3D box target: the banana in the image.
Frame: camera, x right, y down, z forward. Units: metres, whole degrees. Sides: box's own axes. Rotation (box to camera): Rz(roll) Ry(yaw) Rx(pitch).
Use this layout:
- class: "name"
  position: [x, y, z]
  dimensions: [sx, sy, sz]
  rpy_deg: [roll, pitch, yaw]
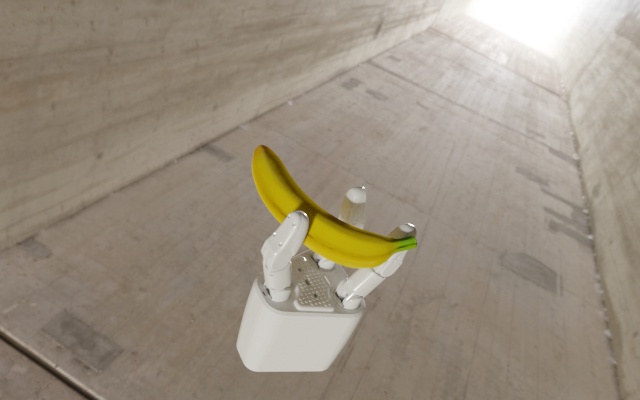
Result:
- class: "banana"
  position: [-0.008, 0.010, 0.461]
  dimensions: [0.197, 0.037, 0.069]
  rpy_deg: [34, 40, 20]
